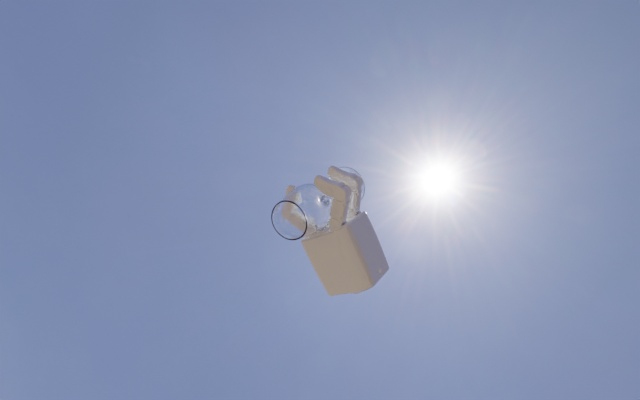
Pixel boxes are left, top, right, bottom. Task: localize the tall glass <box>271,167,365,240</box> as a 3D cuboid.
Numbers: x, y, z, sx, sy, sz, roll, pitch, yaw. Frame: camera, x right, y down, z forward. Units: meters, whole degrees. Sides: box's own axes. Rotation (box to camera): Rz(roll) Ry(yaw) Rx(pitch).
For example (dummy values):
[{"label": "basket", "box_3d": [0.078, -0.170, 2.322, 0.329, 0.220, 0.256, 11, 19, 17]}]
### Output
[{"label": "tall glass", "box_3d": [0.000, 0.002, 0.780, 0.079, 0.079, 0.201, 0, 16, 29]}]
